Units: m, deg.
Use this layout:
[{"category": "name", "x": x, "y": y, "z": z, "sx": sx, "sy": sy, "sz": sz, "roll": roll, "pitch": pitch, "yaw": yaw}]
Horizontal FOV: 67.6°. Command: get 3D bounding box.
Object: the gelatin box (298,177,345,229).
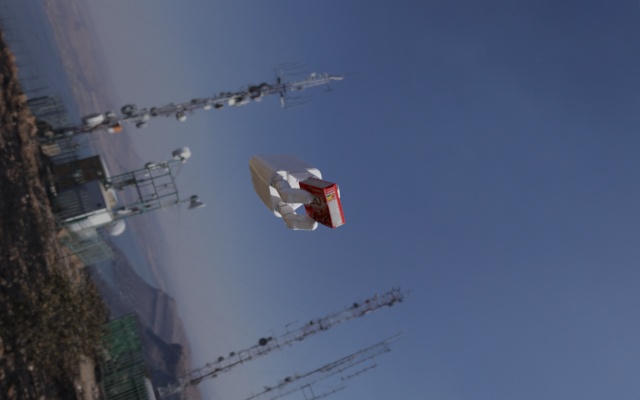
[{"category": "gelatin box", "x": 0.001, "y": 0.003, "z": 0.825, "sx": 0.030, "sy": 0.073, "sz": 0.089, "roll": -23, "pitch": 21, "yaw": -26}]
